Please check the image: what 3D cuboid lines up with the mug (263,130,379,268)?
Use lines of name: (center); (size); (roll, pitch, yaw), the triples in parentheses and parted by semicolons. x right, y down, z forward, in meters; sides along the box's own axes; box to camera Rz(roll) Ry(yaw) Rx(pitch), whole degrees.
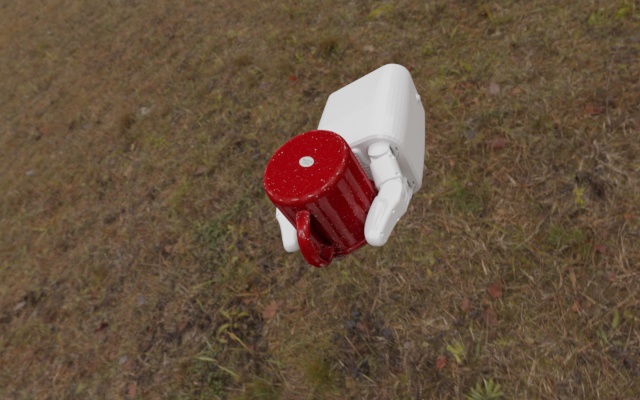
mug: (0.000, 0.002, 0.419); (0.093, 0.117, 0.081); (-7, -38, 26)
